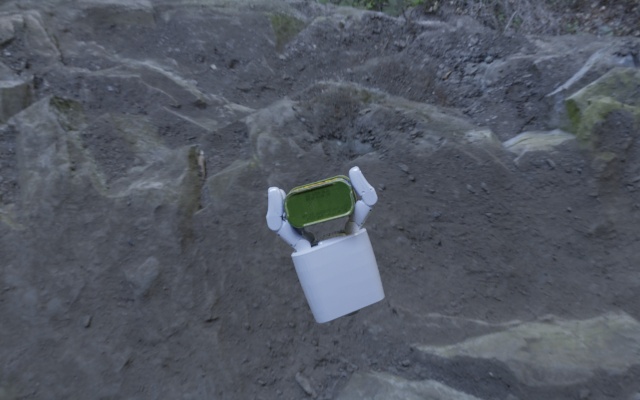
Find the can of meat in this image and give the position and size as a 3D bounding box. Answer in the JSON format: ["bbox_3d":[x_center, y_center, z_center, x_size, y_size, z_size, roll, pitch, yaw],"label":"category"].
[{"bbox_3d":[0.000,0.002,0.680,0.102,0.057,0.084,-15,4,4],"label":"can of meat"}]
